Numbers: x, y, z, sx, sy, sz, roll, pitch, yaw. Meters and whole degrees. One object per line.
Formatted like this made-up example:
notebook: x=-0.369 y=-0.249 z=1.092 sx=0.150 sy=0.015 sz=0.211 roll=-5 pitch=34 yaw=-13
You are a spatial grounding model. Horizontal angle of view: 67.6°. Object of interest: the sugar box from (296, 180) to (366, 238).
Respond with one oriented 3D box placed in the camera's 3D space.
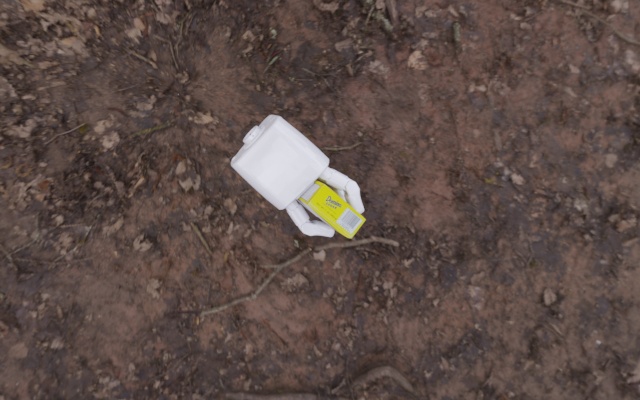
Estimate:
sugar box: x=0.000 y=0.002 z=0.793 sx=0.093 sy=0.048 sz=0.176 roll=41 pitch=-1 yaw=-20
